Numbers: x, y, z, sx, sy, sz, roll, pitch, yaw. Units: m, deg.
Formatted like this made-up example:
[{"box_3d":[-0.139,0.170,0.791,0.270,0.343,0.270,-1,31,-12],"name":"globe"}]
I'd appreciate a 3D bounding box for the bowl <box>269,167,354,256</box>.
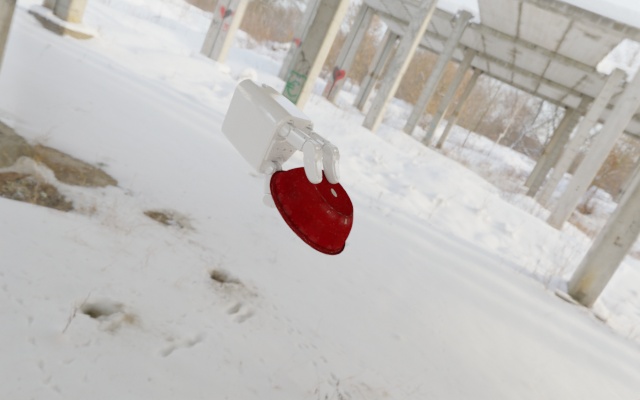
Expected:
[{"box_3d":[0.001,0.003,0.728,0.055,0.162,0.162,-40,-19,24],"name":"bowl"}]
